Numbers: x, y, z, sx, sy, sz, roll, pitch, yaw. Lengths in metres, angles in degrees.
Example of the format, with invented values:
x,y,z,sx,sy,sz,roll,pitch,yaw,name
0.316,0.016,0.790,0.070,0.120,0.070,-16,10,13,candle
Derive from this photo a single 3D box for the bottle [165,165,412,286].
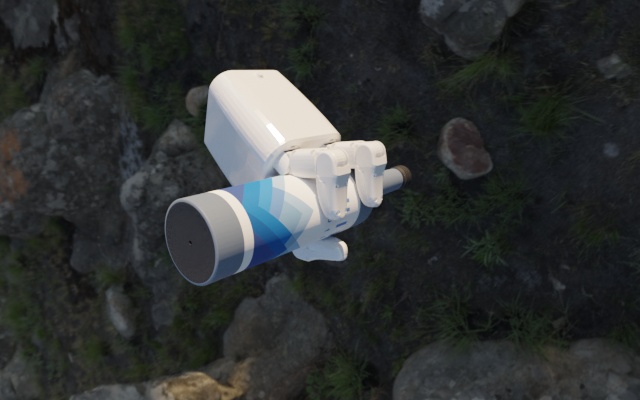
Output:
x,y,z,sx,sy,sz,roll,pitch,yaw,name
0.000,0.002,0.456,0.069,0.069,0.295,0,12,42,bottle
